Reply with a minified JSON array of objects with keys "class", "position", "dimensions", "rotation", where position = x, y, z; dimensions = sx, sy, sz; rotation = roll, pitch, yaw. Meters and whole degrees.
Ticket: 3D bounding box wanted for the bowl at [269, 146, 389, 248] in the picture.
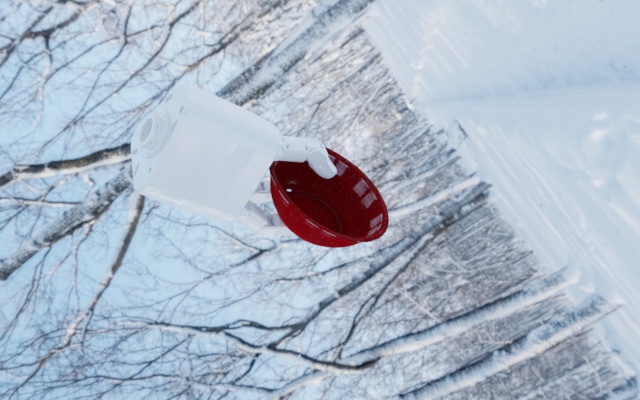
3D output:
[{"class":"bowl","position":[0.001,0.003,0.567],"dimensions":[0.162,0.162,0.055],"rotation":[0,-43,-42]}]
